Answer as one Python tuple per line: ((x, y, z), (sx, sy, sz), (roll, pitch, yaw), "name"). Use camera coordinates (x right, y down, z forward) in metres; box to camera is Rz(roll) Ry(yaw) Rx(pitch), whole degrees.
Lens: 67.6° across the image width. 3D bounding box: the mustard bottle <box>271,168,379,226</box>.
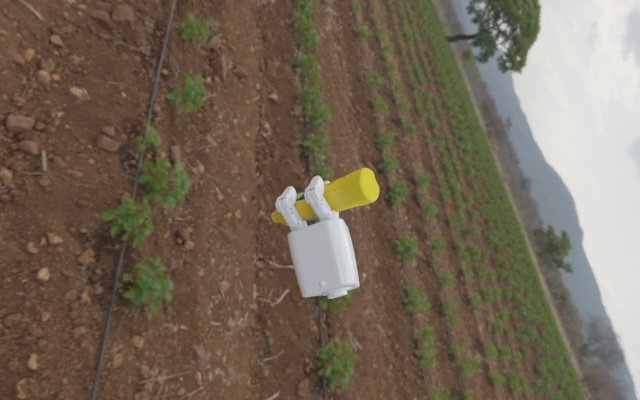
((0.000, 0.002, 0.816), (0.191, 0.058, 0.096), (-20, 8, 22), "mustard bottle")
